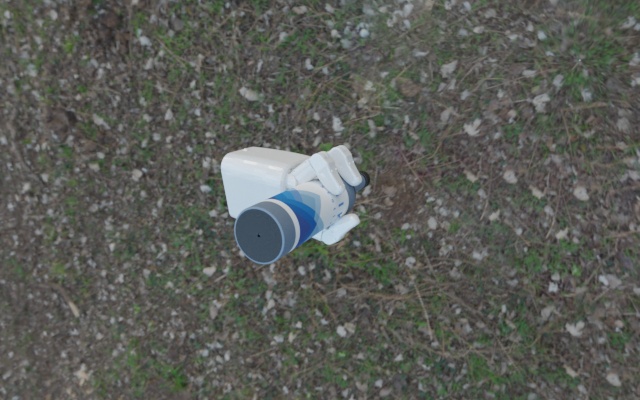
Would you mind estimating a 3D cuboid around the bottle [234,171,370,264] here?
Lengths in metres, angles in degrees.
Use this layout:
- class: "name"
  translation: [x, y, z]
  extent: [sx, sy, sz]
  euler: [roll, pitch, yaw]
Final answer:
- class: "bottle"
  translation: [0.000, 0.002, 0.645]
  extent: [0.069, 0.069, 0.295]
  euler: [0, 14, 28]
